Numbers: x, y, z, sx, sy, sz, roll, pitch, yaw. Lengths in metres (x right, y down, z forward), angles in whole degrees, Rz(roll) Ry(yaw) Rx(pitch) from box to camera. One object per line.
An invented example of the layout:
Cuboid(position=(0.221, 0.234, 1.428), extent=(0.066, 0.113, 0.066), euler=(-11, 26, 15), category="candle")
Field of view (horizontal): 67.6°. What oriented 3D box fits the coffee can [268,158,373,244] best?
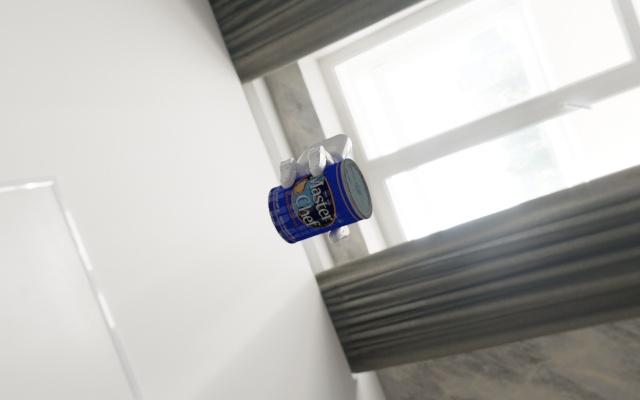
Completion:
Cuboid(position=(0.000, 0.003, 0.779), extent=(0.140, 0.103, 0.103), euler=(-20, -8, 21), category="coffee can")
